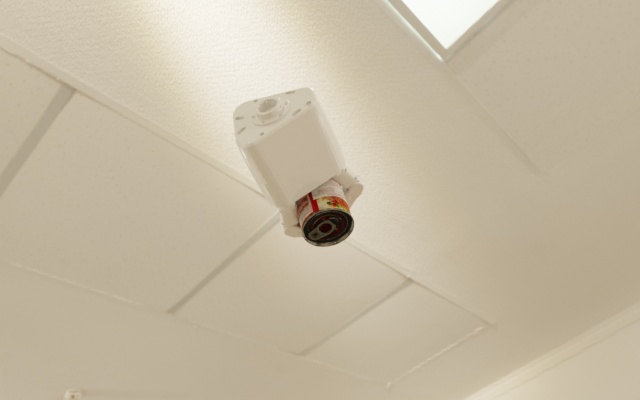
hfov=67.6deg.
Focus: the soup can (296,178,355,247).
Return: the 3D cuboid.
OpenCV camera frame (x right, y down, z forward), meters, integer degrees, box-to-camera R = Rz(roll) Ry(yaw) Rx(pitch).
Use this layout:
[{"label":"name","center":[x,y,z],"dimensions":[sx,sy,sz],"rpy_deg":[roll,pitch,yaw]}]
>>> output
[{"label":"soup can","center":[0.000,0.002,0.639],"dimensions":[0.068,0.069,0.102],"rpy_deg":[0,42,-16]}]
